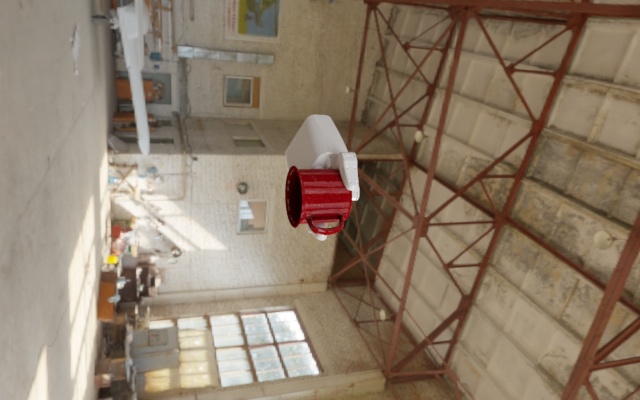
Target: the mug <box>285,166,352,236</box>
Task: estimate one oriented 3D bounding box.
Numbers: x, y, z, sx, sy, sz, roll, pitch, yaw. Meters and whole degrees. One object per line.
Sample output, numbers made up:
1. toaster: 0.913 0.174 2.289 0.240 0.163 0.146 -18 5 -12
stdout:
1. mug: 0.001 0.003 0.716 0.081 0.117 0.093 -2 -42 -19
